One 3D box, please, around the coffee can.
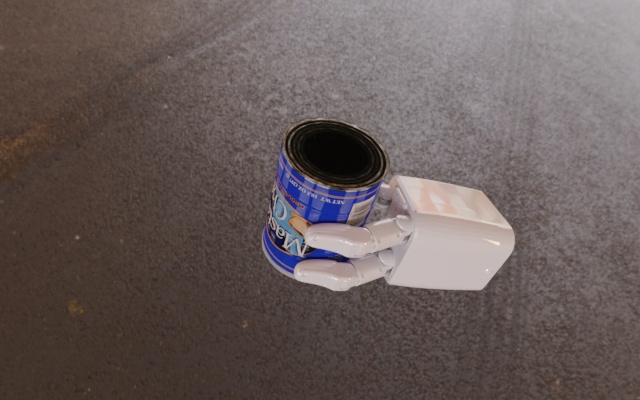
[{"bbox_3d":[0.000,0.002,0.488,0.103,0.102,0.140,0,-43,-17],"label":"coffee can"}]
